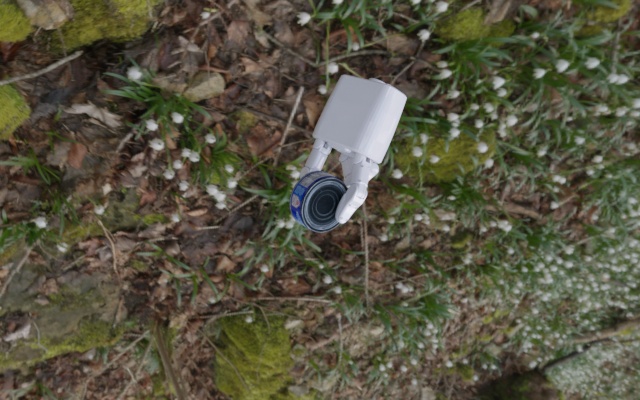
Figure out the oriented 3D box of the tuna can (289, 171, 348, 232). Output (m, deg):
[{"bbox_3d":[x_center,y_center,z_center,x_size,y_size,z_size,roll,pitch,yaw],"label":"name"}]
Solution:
[{"bbox_3d":[0.000,0.002,0.690,0.086,0.086,0.033,0,18,-35],"label":"tuna can"}]
